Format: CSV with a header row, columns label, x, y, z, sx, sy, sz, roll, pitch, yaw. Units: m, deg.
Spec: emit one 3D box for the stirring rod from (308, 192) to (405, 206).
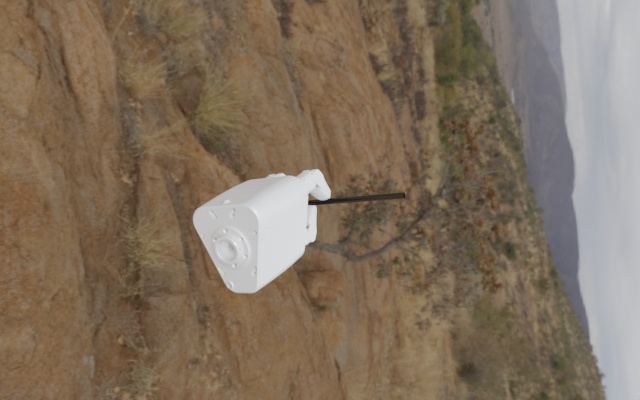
label,x,y,z,sx,sy,sz,roll,pitch,yaw
stirring rod,0.000,0.002,0.663,0.239,0.011,0.011,-5,-2,27
